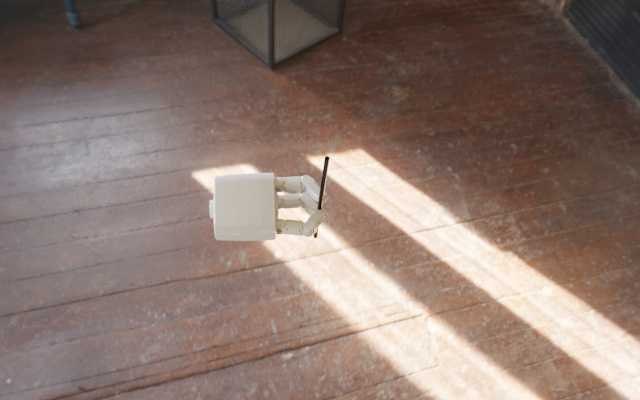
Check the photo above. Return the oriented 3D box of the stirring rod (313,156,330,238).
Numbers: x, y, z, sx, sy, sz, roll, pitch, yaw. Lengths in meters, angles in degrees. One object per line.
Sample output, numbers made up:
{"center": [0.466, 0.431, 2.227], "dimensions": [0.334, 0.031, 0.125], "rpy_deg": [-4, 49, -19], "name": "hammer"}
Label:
{"center": [0.000, 0.003, 0.834], "dimensions": [0.011, 0.011, 0.240], "rpy_deg": [0, -34, -6], "name": "stirring rod"}
